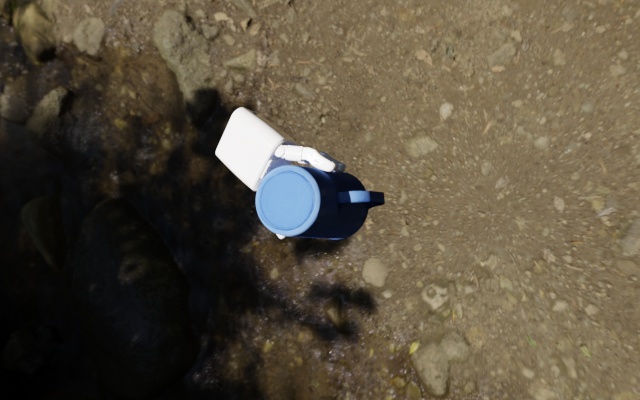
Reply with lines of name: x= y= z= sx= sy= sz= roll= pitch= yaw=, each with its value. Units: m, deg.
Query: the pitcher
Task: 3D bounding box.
pitcher: x=0.000 y=0.003 z=0.817 sx=0.145 sy=0.149 sz=0.243 roll=42 pitch=12 yaw=17
